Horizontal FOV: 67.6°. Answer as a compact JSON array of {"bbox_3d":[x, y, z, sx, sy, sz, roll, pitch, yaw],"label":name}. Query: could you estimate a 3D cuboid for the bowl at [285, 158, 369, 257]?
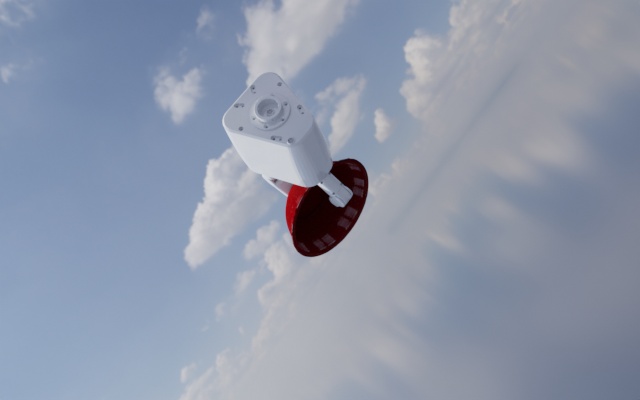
[{"bbox_3d":[0.000,0.003,0.718,0.055,0.162,0.162,31,19,35],"label":"bowl"}]
